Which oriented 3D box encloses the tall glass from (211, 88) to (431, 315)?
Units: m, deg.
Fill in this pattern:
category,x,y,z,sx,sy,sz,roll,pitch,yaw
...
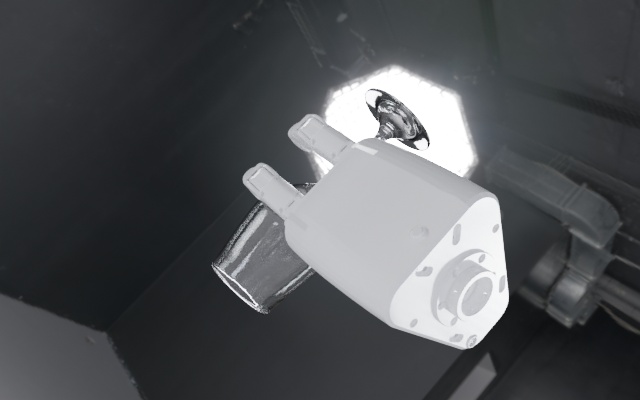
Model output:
category,x,y,z,sx,sy,sz,roll,pitch,yaw
tall glass,0.000,0.001,0.405,0.079,0.201,0.079,42,-7,7
